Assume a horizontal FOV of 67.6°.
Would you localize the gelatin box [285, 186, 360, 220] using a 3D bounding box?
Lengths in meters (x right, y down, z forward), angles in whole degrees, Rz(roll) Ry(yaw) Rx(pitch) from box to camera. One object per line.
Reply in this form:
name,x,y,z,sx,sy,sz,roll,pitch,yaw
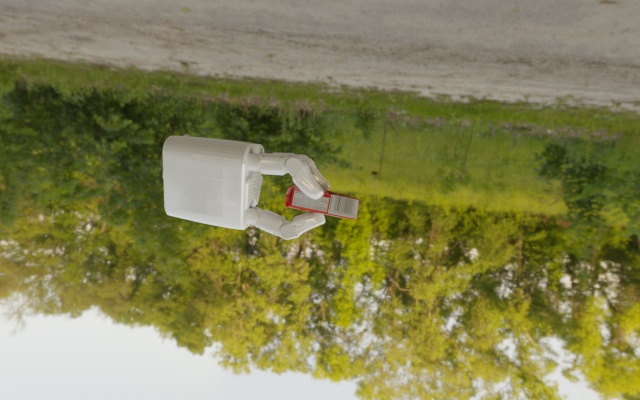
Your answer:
gelatin box,0.000,0.003,0.626,0.089,0.030,0.073,11,-2,-7
